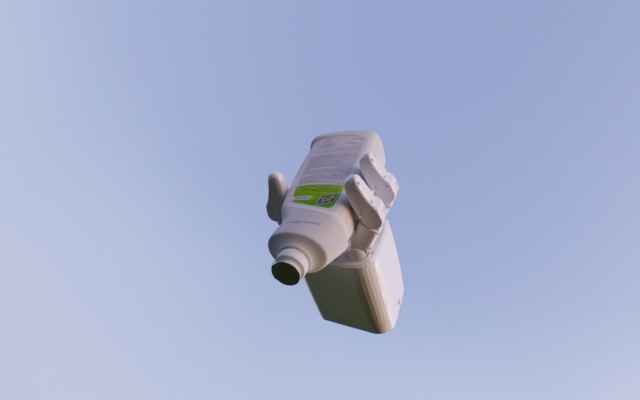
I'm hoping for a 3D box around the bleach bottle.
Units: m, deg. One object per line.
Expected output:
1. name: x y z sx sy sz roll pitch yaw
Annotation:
1. bleach bottle: 0.000 0.002 0.533 0.102 0.068 0.250 -4 30 24
